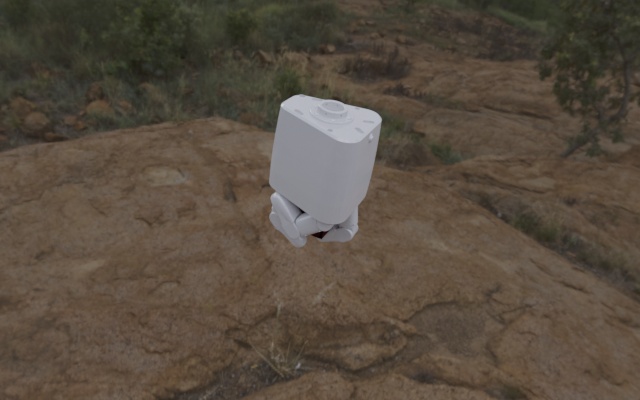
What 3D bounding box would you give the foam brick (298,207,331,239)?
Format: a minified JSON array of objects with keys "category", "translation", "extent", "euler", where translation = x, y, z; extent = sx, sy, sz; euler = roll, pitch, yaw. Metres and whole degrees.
[{"category":"foam brick","translation":[0.000,0.002,0.611],"extent":[0.053,0.051,0.078],"euler":[23,36,17]}]
